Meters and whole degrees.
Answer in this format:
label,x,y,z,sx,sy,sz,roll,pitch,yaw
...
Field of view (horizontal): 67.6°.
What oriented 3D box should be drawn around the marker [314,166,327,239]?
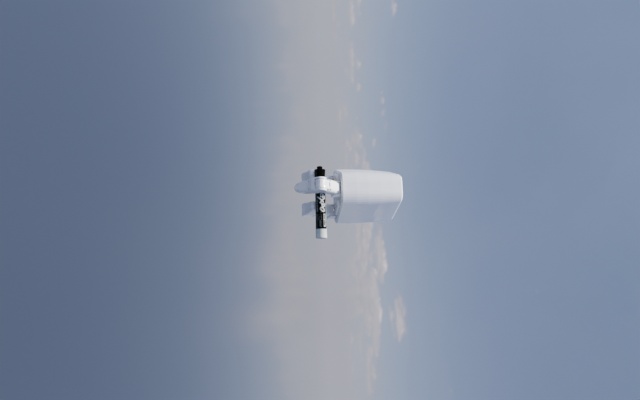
label,x,y,z,sx,sy,sz,roll,pitch,yaw
marker,0.000,0.003,0.794,0.020,0.121,0.020,-1,-9,0
